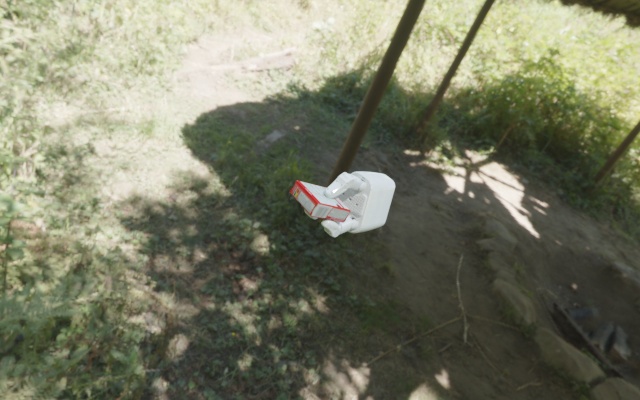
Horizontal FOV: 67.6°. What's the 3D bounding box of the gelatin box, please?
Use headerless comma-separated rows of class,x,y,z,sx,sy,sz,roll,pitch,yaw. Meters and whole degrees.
gelatin box,0.000,0.002,0.842,0.089,0.030,0.073,13,25,-46
